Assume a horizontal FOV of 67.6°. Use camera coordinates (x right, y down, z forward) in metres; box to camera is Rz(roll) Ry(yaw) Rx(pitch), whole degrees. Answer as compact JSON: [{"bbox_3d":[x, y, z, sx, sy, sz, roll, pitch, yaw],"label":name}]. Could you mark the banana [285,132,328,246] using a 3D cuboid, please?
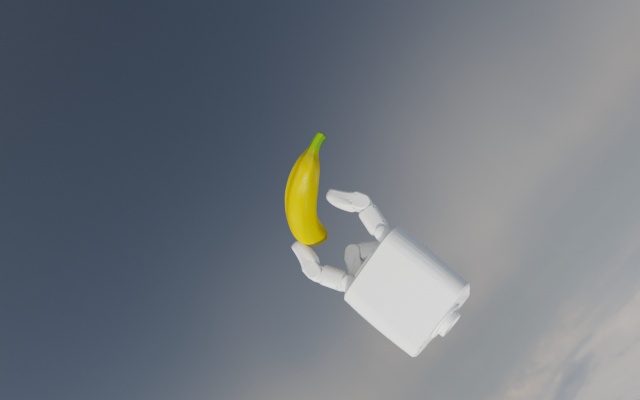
[{"bbox_3d":[-0.013,0.010,0.583,0.069,0.198,0.037,-38,61,-26],"label":"banana"}]
